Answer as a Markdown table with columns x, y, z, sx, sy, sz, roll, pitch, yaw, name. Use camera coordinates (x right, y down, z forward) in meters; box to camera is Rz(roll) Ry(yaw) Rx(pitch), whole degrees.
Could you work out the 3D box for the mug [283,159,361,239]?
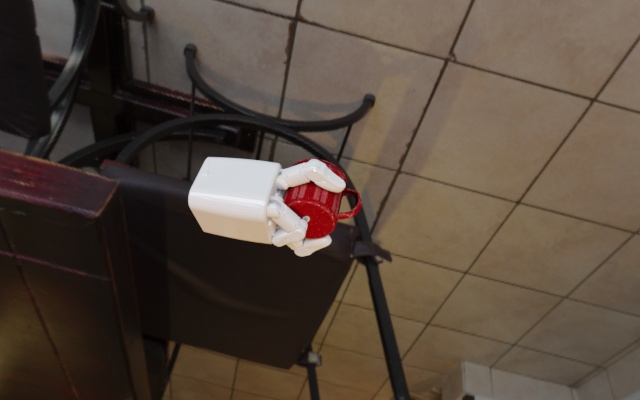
| x | y | z | sx | sy | sz | roll | pitch | yaw | name |
| --- | --- | --- | --- | --- | --- | --- | --- | --- | --- |
| 0.002 | 0.003 | 0.687 | 0.117 | 0.081 | 0.093 | 7 | -44 | 6 | mug |
